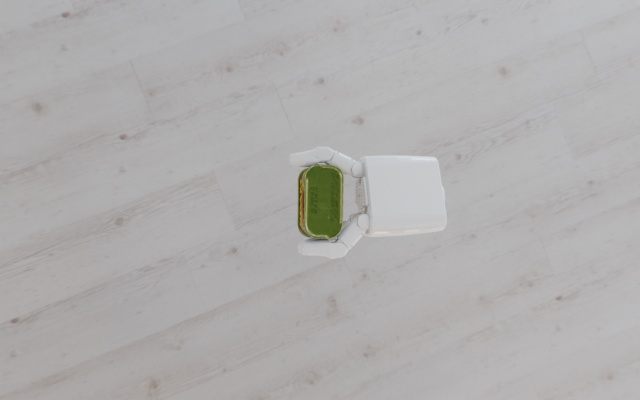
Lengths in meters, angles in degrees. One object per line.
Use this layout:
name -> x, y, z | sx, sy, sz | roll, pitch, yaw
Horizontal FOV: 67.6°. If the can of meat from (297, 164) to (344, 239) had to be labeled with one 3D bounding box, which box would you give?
can of meat -> 0.000, 0.002, 0.650 | 0.057, 0.102, 0.084 | 1, -1, -7
